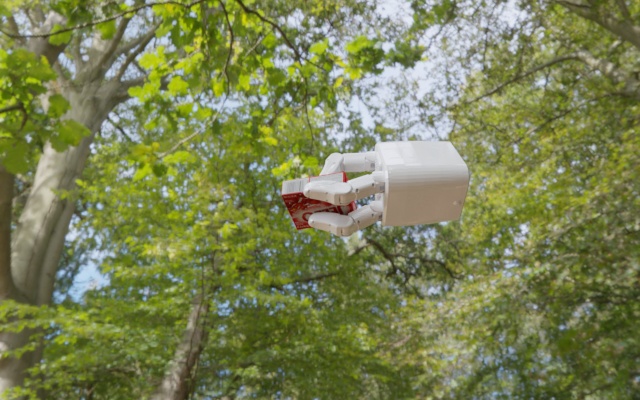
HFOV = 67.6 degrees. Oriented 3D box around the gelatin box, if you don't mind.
[{"bbox_3d":[0.000,0.002,0.643,0.089,0.030,0.073,-8,-44,13],"label":"gelatin box"}]
